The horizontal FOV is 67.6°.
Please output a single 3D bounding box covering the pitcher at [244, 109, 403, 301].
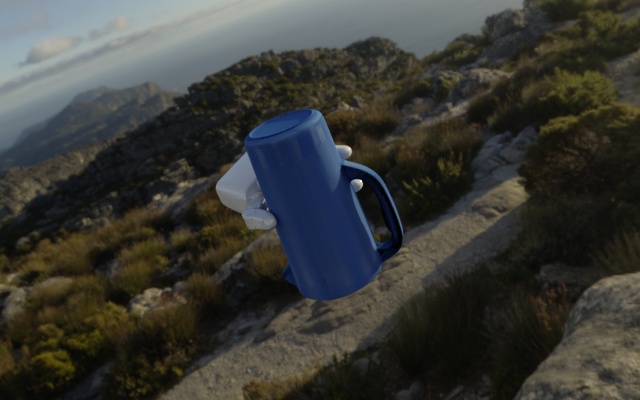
[{"bbox_3d":[0.000,0.002,0.653,0.149,0.243,0.145,-34,26,-27],"label":"pitcher"}]
